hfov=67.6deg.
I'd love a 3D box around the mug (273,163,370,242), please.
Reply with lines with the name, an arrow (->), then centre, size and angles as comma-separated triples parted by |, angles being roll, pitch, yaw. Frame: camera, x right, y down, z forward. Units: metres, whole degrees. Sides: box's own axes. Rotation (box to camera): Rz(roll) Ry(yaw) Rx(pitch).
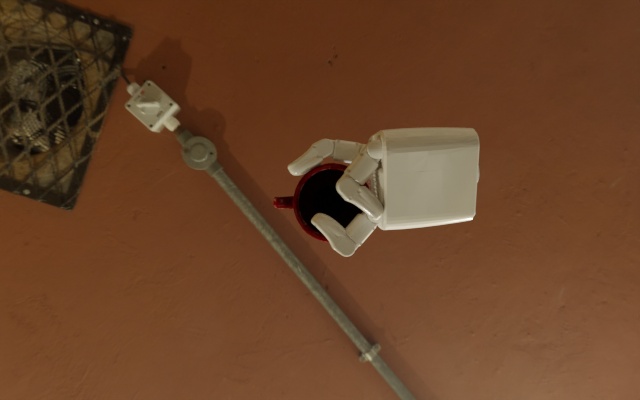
mug -> -0.001, 0.002, 0.597 | 0.117, 0.093, 0.081 | -4, 3, -3
